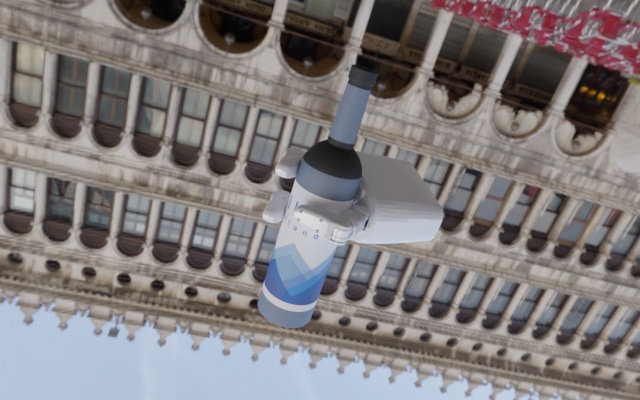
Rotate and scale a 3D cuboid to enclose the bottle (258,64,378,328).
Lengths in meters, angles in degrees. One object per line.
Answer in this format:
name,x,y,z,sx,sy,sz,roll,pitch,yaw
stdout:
bottle,0.000,0.002,0.517,0.069,0.296,0.069,16,22,-7
